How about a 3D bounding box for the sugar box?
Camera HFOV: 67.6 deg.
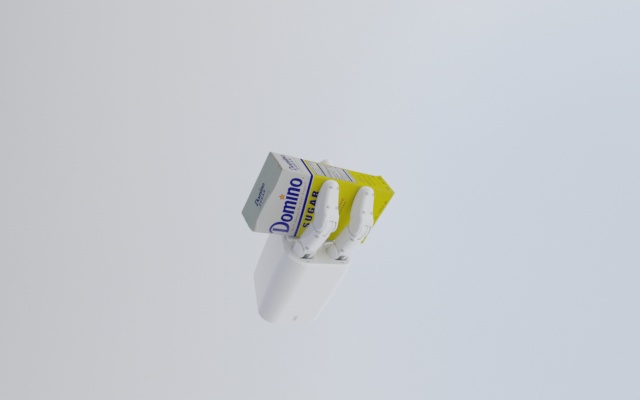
[{"bbox_3d":[0.000,0.002,0.599,0.176,0.093,0.048,7,33,-37],"label":"sugar box"}]
